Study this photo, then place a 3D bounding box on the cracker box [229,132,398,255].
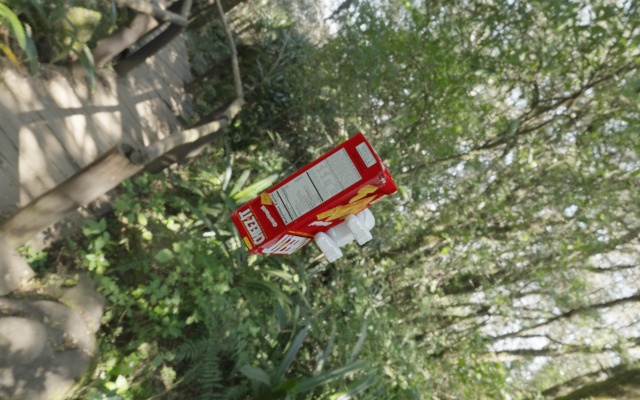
[{"bbox_3d":[0.000,0.002,0.700,0.214,0.072,0.164,-32,-14,9],"label":"cracker box"}]
